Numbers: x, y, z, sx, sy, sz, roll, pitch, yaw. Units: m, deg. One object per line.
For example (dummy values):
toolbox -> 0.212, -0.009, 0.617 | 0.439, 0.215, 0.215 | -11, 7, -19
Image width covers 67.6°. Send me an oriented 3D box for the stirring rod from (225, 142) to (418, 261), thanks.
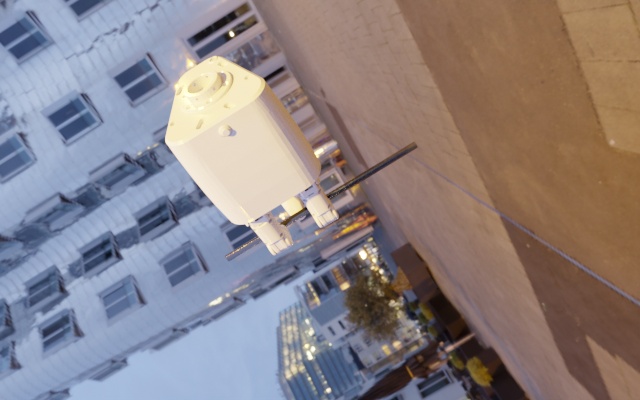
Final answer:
stirring rod -> 0.000, 0.002, 0.521 | 0.239, 0.011, 0.011 | -31, -1, 2
